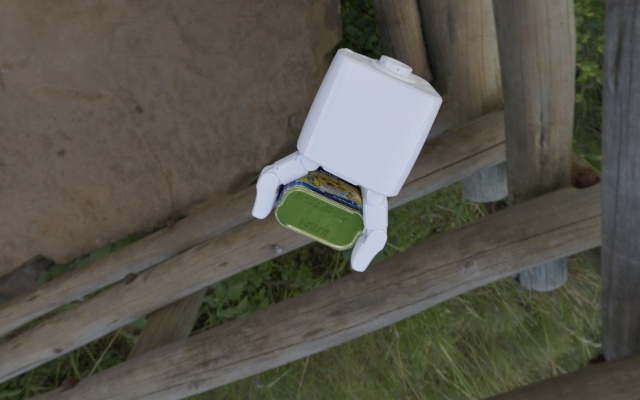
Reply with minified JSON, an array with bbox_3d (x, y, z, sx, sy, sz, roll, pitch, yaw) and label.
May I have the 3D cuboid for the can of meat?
[{"bbox_3d":[0.000,0.002,0.540,0.102,0.057,0.084,24,24,-12],"label":"can of meat"}]
